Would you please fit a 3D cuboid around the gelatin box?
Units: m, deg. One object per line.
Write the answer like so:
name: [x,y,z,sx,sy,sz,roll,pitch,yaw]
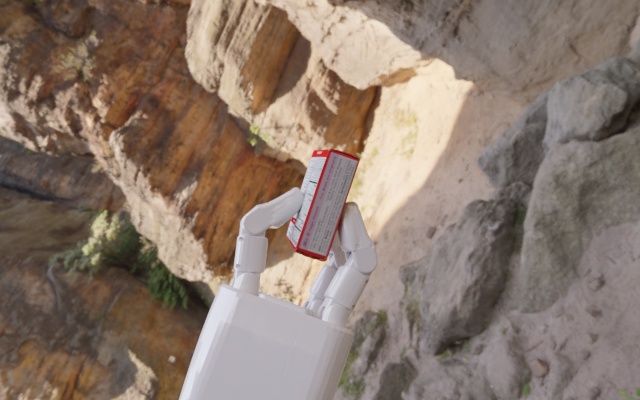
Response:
gelatin box: [0.000,0.001,0.411,0.030,0.089,0.073,17,1,-11]
